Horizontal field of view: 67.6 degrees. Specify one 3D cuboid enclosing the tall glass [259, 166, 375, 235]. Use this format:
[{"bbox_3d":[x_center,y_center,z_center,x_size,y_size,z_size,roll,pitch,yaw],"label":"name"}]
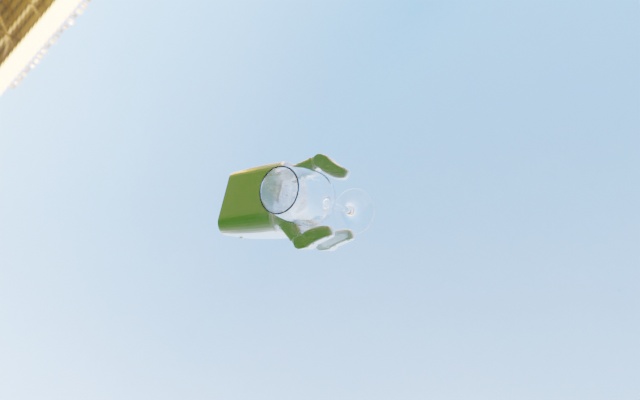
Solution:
[{"bbox_3d":[0.001,0.002,0.674,0.079,0.079,0.201,0,-9,32],"label":"tall glass"}]
